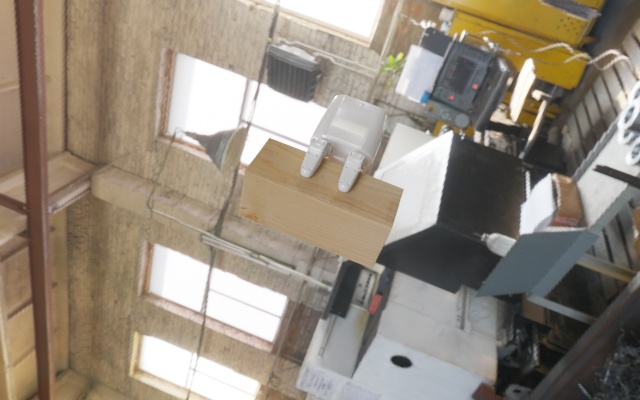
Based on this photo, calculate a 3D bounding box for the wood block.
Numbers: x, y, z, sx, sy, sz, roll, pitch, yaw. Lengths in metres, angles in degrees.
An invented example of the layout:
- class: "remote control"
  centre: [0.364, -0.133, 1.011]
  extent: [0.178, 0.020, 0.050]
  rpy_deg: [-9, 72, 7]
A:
- class: "wood block"
  centre: [0.000, 0.002, 0.678]
  extent: [0.206, 0.091, 0.090]
  rpy_deg: [21, 44, 5]
